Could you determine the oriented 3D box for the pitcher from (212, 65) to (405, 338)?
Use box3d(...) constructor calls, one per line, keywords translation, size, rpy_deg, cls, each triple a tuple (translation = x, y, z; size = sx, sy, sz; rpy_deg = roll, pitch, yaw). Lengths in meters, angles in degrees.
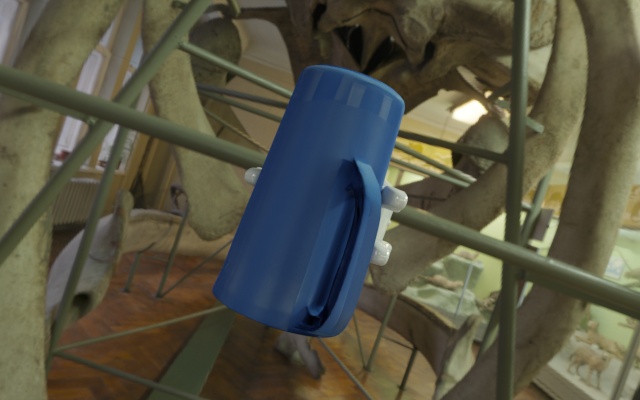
box3d(translation=(0.000, 0.002, 0.462), size=(0.149, 0.243, 0.145), rpy_deg=(20, 1, 17), cls="pitcher")
